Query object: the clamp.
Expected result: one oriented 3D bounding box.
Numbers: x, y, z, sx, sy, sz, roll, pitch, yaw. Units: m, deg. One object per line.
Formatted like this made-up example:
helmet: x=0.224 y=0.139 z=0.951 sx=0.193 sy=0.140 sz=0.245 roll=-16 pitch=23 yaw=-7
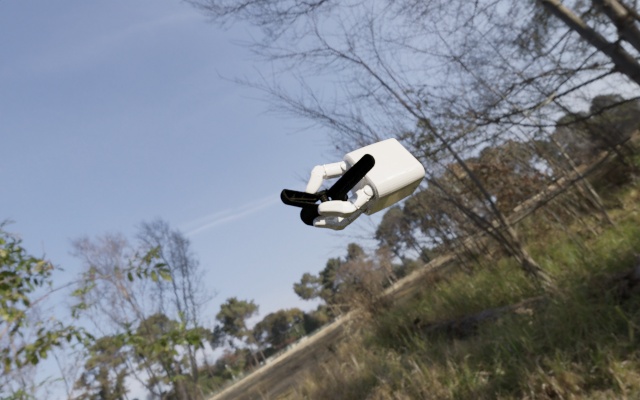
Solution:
clamp: x=0.000 y=0.002 z=0.826 sx=0.164 sy=0.036 sz=0.210 roll=-20 pitch=-21 yaw=-19
